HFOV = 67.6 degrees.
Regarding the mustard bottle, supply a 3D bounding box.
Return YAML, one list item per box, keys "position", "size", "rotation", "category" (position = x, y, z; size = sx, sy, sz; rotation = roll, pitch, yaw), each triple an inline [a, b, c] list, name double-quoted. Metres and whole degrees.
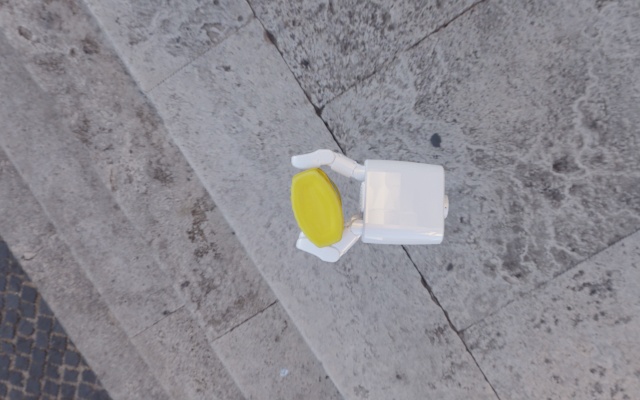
- position: [0.000, 0.002, 0.664]
  size: [0.058, 0.096, 0.191]
  rotation: [-21, 4, 4]
  category: "mustard bottle"
